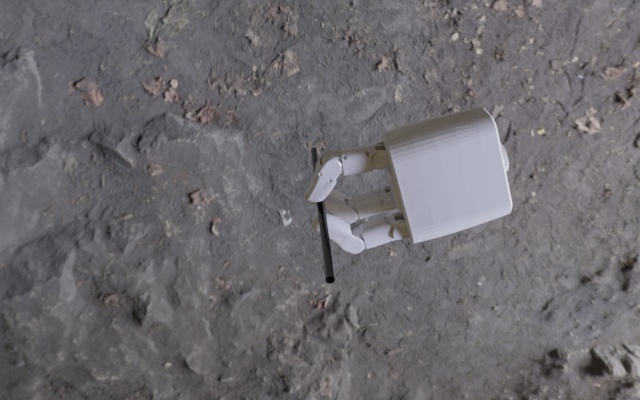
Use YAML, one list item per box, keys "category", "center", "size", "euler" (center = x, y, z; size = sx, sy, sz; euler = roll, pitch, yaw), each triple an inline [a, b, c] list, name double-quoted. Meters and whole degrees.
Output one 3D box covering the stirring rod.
- category: "stirring rod"
  center: [0.000, 0.002, 0.499]
  size: [0.011, 0.011, 0.239]
  euler: [0, 33, -5]
